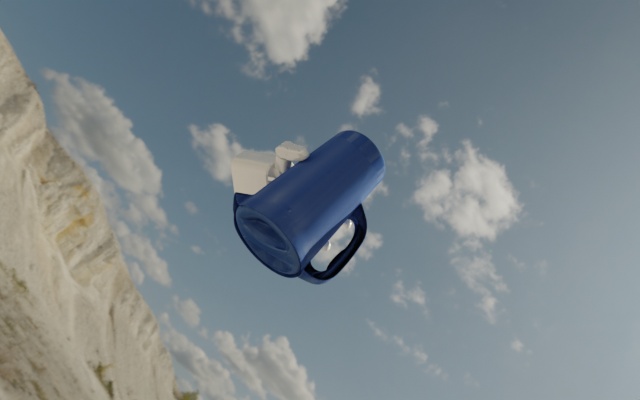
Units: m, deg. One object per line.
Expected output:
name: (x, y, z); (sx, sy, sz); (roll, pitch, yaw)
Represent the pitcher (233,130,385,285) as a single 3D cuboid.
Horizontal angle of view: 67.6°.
pitcher: (0.000, 0.002, 0.739); (0.145, 0.149, 0.242); (15, 46, 41)
